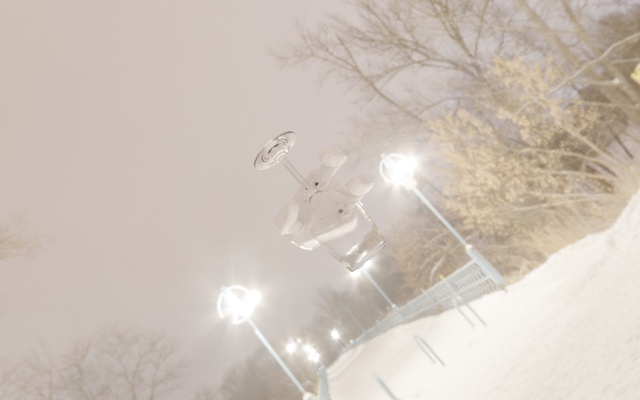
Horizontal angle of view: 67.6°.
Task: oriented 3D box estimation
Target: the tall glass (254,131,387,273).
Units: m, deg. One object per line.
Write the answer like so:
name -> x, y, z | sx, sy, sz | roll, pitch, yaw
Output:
tall glass -> 0.000, 0.002, 0.645 | 0.079, 0.201, 0.079 | -38, -15, -12
